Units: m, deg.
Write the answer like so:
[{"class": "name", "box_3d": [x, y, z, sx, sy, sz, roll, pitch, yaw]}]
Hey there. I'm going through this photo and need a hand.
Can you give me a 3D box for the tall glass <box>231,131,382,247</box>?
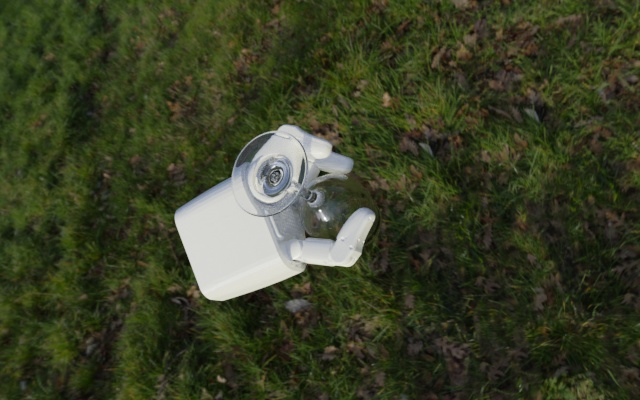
[{"class": "tall glass", "box_3d": [0.000, 0.001, 0.479, 0.079, 0.079, 0.201, 0, -14, 27]}]
